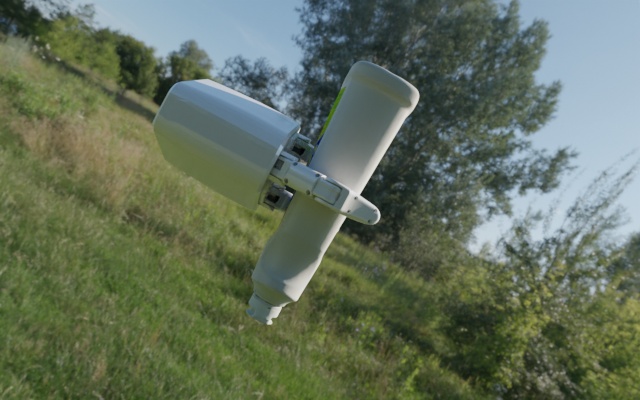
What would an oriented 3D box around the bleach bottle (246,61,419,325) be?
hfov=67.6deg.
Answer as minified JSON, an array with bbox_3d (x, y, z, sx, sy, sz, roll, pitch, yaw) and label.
[{"bbox_3d":[0.000,0.001,0.451,0.068,0.251,0.102,28,-1,-3],"label":"bleach bottle"}]
